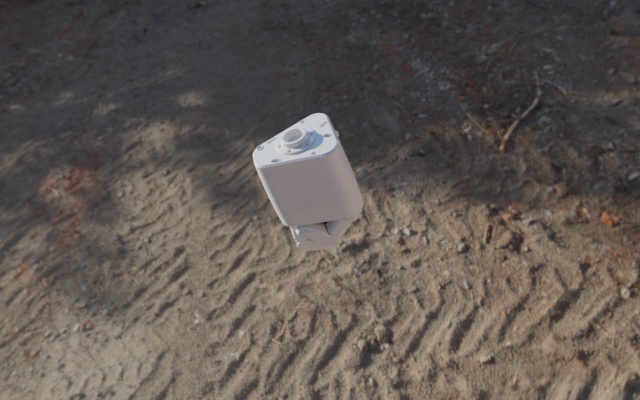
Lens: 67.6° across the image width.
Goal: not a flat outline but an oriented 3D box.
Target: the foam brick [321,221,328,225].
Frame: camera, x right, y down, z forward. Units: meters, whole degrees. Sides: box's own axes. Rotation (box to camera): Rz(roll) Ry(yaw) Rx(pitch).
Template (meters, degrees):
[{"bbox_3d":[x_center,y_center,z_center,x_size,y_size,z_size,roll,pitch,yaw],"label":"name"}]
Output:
[{"bbox_3d":[0.000,0.002,0.682,0.053,0.051,0.078,-21,41,3],"label":"foam brick"}]
